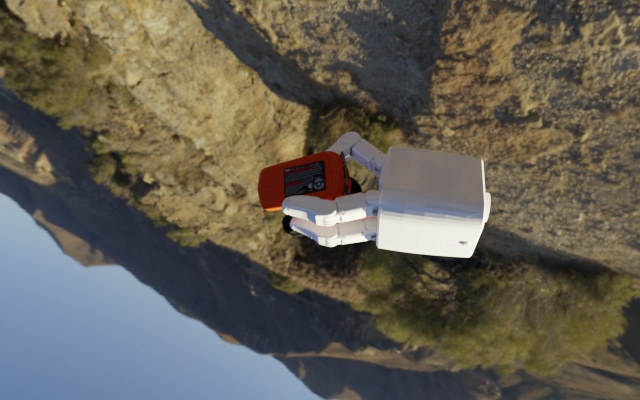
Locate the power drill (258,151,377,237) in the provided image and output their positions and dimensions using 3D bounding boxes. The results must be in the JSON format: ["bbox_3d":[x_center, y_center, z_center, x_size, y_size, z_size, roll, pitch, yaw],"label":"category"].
[{"bbox_3d":[0.000,0.002,0.611,0.184,0.057,0.188,-14,-18,22],"label":"power drill"}]
